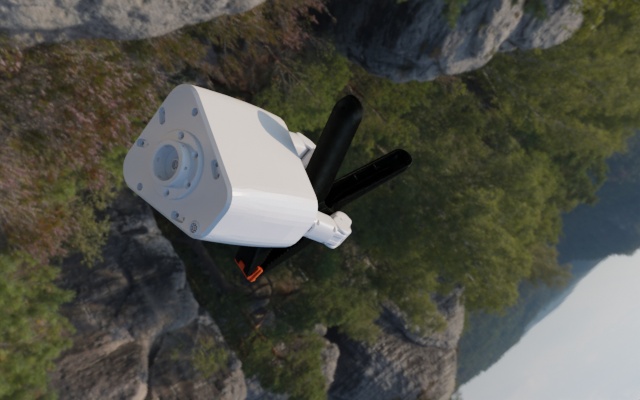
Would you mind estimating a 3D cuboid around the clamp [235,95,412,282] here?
[{"bbox_3d":[0.000,0.002,0.475,0.036,0.210,0.164,51,19,27],"label":"clamp"}]
